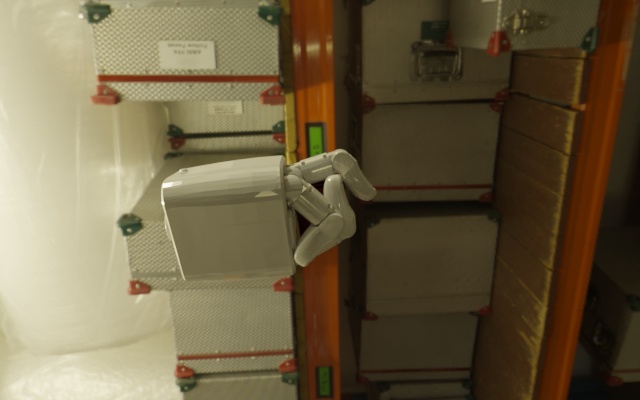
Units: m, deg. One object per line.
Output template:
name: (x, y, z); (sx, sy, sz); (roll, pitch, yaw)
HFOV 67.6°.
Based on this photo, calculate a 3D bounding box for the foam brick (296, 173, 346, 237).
foam brick: (0.000, 0.002, 0.505); (0.051, 0.053, 0.078); (-9, 12, 0)
